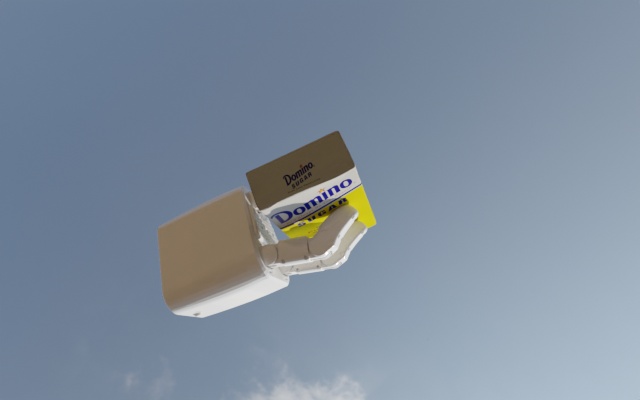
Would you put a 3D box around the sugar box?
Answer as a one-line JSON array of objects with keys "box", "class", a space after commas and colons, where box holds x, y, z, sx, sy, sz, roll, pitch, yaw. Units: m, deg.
[{"box": [0.000, 0.002, 0.486, 0.093, 0.048, 0.176, -25, -20, 5], "class": "sugar box"}]
